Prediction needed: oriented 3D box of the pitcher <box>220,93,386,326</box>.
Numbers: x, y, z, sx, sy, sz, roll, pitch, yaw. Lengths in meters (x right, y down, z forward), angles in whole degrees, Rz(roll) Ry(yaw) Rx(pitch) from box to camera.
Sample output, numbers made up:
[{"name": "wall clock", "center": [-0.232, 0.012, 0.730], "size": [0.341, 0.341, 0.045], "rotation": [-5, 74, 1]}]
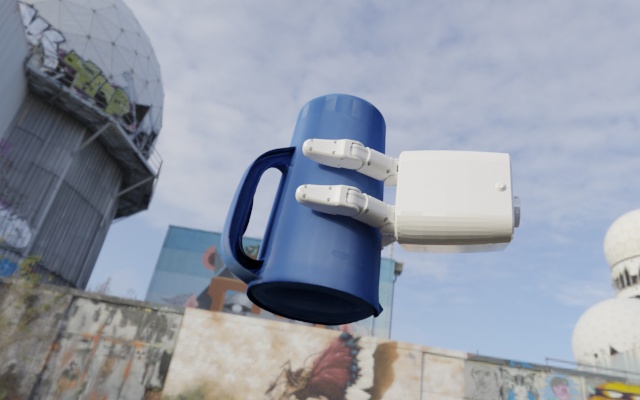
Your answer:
[{"name": "pitcher", "center": [0.000, 0.002, 0.519], "size": [0.145, 0.242, 0.149], "rotation": [0, -30, 16]}]
